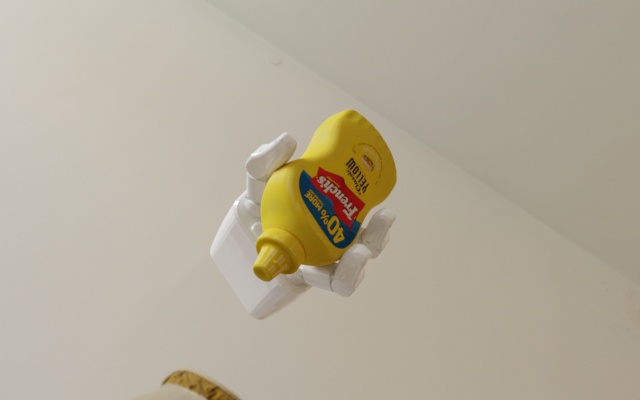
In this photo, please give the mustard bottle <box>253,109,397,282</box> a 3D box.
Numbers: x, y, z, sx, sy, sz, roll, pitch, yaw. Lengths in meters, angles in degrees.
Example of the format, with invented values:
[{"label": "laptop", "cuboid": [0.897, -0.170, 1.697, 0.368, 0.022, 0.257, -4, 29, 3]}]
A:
[{"label": "mustard bottle", "cuboid": [0.000, 0.001, 0.430, 0.058, 0.096, 0.191, -14, 26, 43]}]
